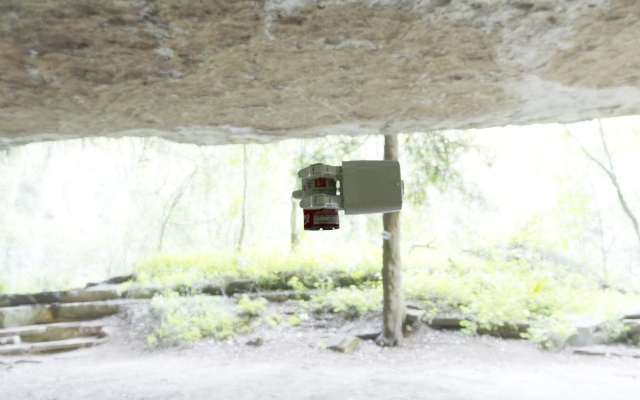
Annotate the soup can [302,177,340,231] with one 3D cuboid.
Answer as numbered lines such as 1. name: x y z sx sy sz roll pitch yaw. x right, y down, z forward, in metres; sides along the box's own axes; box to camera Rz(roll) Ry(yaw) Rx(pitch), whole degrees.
1. soup can: 0.000 0.003 0.877 0.068 0.102 0.068 -3 -8 0
